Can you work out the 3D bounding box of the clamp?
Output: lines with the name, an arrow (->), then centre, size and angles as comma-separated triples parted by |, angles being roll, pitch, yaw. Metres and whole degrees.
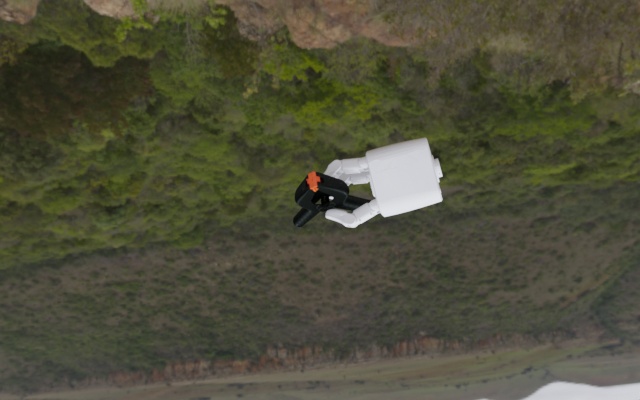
clamp -> 0.000, 0.003, 0.853 | 0.164, 0.036, 0.210 | -15, -21, 15
